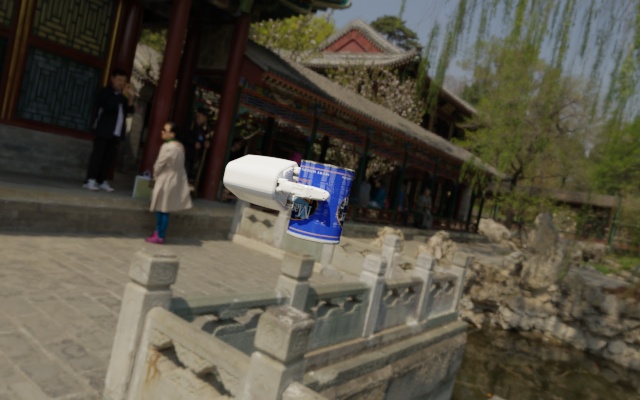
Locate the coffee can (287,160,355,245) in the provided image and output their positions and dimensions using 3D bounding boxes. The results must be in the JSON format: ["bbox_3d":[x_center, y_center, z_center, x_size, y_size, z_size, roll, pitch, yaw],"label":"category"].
[{"bbox_3d":[0.000,0.003,0.896,0.103,0.140,0.103,12,2,0],"label":"coffee can"}]
